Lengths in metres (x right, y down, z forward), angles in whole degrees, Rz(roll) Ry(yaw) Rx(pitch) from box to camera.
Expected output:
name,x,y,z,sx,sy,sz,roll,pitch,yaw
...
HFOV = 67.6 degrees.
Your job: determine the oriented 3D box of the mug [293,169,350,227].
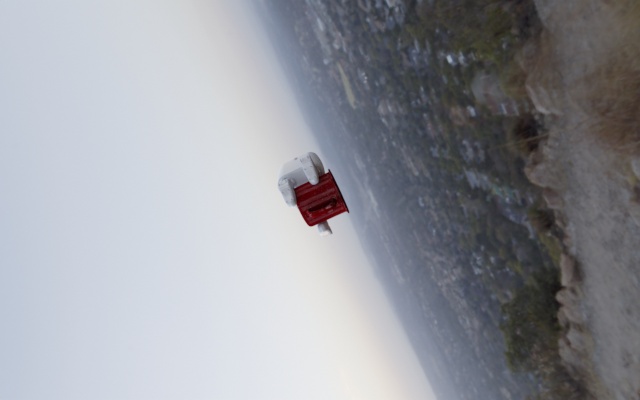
name,x,y,z,sx,sy,sz,roll,pitch,yaw
mug,0.000,0.004,0.891,0.081,0.093,0.117,-25,22,5
